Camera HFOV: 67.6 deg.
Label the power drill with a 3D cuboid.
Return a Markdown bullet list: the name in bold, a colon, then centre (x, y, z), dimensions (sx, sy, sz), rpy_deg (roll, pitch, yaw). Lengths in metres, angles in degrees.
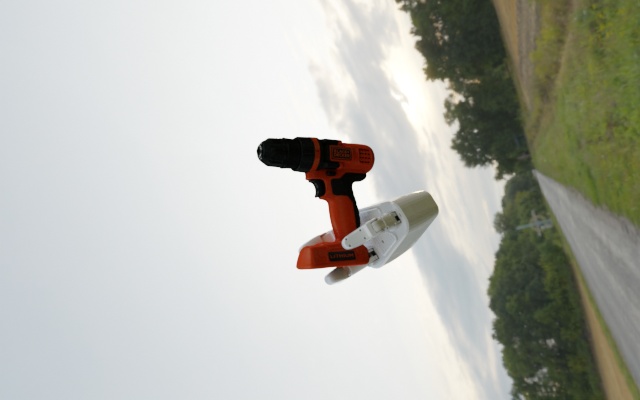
- **power drill**: centre (0.000, 0.003, 0.676), dimensions (0.184, 0.187, 0.057), rpy_deg (1, -7, -28)
